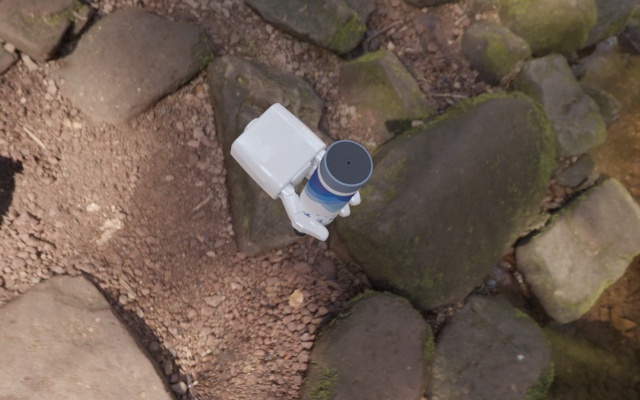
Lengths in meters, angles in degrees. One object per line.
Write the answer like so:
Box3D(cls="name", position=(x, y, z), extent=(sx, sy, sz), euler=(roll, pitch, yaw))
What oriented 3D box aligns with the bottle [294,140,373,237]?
Box3D(cls="bottle", position=(0.000, 0.002, 0.751), extent=(0.069, 0.069, 0.296), euler=(0, -20, -15))
